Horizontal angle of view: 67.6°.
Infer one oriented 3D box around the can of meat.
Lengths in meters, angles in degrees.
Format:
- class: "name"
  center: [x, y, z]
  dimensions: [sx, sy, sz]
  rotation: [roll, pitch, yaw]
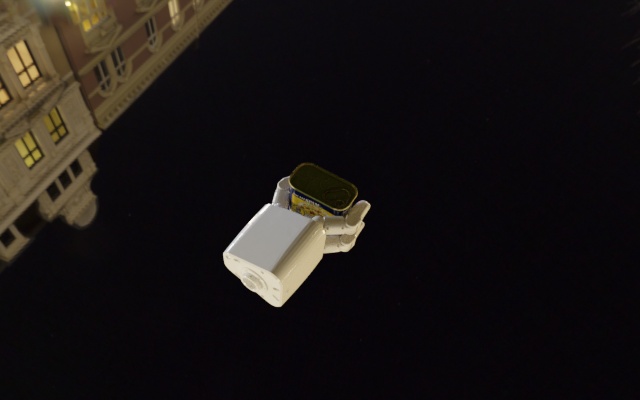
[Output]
- class: "can of meat"
  center: [0.000, 0.003, 0.741]
  dimensions: [0.102, 0.057, 0.084]
  rotation: [27, -36, 14]
